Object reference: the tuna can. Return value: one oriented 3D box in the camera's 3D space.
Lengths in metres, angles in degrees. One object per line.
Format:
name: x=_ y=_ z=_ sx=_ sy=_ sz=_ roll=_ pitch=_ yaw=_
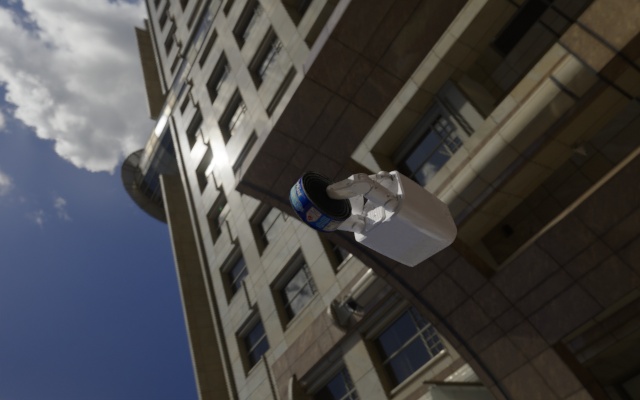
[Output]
tuna can: x=0.000 y=0.002 z=0.656 sx=0.086 sy=0.086 sz=0.034 roll=0 pitch=-40 yaw=-51
